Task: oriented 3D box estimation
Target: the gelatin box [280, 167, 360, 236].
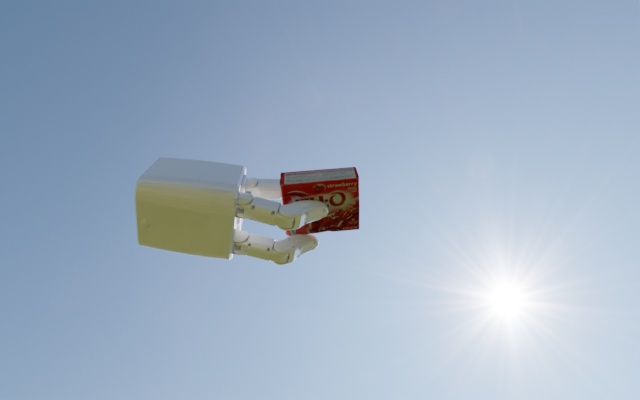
[{"bbox_3d":[0.000,0.002,0.555,0.089,0.073,0.030,-5,35,-2],"label":"gelatin box"}]
